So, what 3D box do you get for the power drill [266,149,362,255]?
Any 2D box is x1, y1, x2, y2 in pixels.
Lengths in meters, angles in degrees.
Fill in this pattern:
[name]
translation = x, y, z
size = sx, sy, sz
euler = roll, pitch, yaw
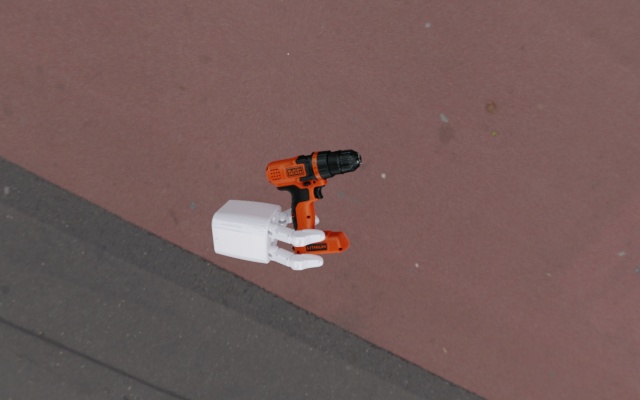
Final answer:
[power drill]
translation = 0.000, 0.003, 0.884
size = 0.184, 0.188, 0.057
euler = -7, 11, 24
